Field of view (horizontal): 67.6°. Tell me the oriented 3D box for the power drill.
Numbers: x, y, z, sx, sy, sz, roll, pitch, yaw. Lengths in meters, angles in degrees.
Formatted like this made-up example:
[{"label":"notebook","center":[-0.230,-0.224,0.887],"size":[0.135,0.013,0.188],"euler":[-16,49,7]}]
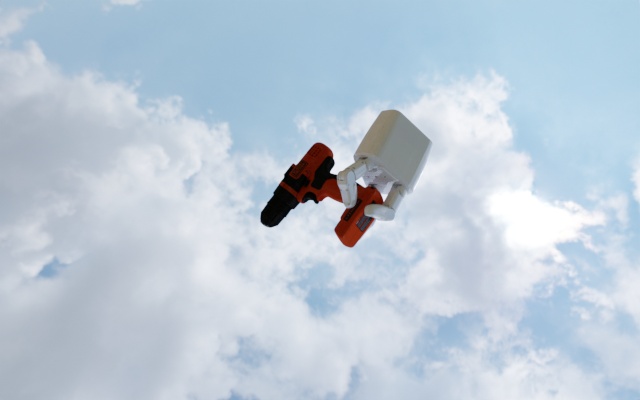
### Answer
[{"label":"power drill","center":[0.001,0.003,0.825],"size":[0.187,0.184,0.057],"euler":[34,-6,35]}]
